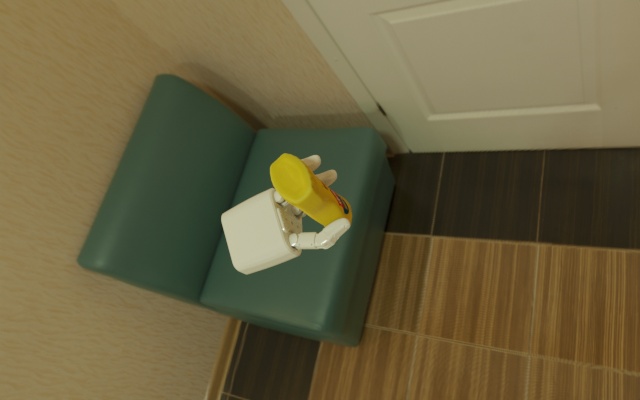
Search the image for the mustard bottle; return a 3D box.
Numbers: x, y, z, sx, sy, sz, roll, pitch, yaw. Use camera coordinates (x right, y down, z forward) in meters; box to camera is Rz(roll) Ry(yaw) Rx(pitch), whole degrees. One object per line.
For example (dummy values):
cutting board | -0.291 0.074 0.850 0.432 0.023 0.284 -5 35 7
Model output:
mustard bottle | 0.000 0.002 0.765 0.096 0.058 0.192 51 7 38
